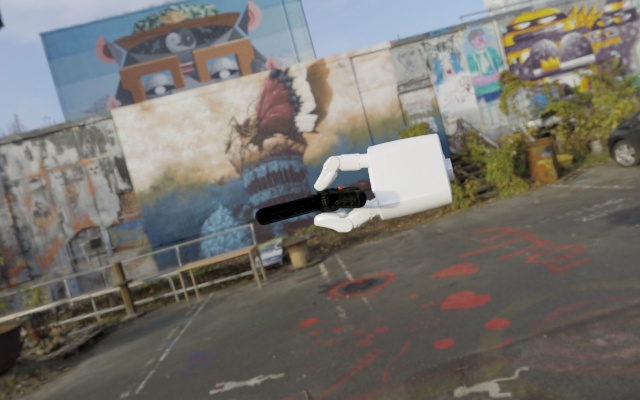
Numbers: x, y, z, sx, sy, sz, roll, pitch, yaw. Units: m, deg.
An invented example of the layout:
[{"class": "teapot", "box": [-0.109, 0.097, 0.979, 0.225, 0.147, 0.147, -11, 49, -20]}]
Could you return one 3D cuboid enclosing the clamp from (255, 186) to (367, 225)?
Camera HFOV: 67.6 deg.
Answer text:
[{"class": "clamp", "box": [0.000, 0.002, 0.747, 0.164, 0.036, 0.210, -10, 4, 12]}]
